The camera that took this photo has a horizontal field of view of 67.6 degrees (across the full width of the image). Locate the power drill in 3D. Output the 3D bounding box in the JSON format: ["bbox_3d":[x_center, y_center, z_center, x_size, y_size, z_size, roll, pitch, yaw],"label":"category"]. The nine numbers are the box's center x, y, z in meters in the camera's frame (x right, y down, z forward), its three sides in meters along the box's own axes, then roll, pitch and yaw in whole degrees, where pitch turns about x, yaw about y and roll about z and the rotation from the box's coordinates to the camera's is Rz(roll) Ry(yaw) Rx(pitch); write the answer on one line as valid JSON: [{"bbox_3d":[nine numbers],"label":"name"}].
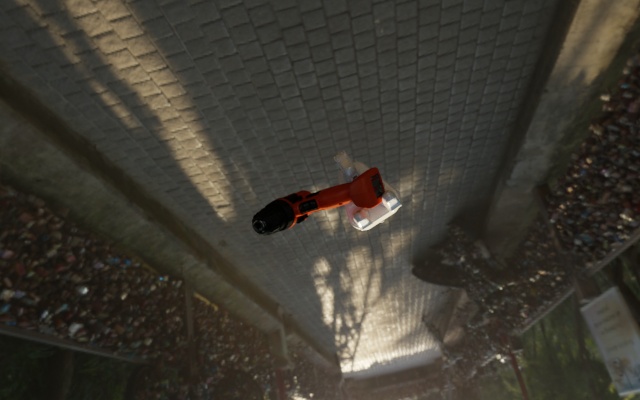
[{"bbox_3d":[0.001,0.002,0.769,0.187,0.057,0.184,-14,8,24],"label":"power drill"}]
